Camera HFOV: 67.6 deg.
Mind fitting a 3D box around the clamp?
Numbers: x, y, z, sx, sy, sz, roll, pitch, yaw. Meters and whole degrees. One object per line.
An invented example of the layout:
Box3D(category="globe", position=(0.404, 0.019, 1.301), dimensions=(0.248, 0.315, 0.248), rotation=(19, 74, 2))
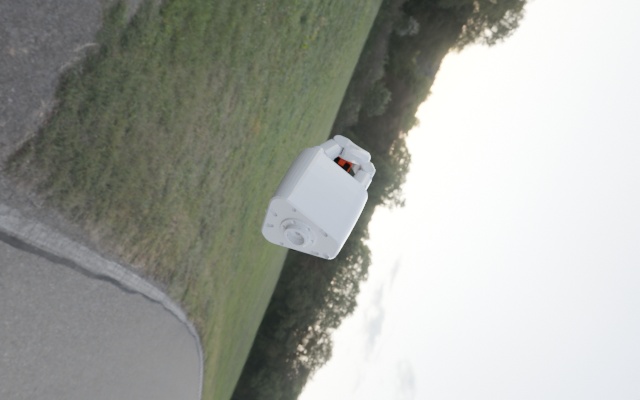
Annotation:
Box3D(category="clamp", position=(0.001, 0.003, 0.740), dimensions=(0.039, 0.172, 0.120), rotation=(27, 46, 4))
